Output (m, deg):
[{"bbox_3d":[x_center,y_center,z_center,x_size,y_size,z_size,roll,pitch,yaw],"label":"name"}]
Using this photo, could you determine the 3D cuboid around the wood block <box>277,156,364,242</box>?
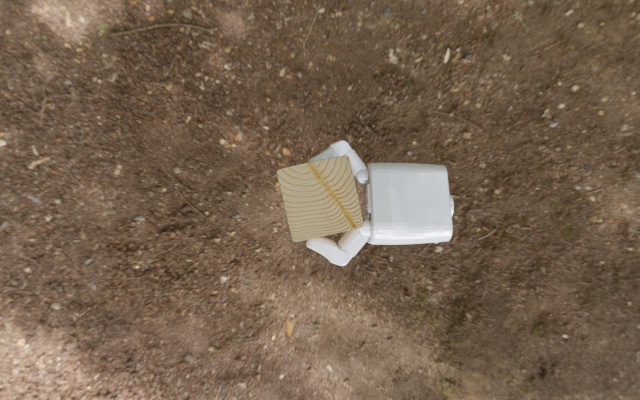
[{"bbox_3d":[0.000,0.002,0.666,0.090,0.091,0.206,-12,-3,-1],"label":"wood block"}]
